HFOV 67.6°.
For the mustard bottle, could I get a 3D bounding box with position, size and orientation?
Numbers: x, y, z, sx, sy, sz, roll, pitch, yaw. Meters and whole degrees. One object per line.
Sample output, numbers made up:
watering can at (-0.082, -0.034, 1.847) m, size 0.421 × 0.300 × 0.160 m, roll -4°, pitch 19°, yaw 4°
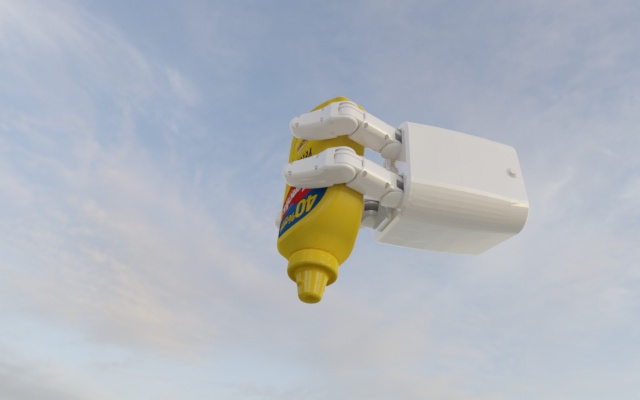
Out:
mustard bottle at (0.000, 0.001, 0.424) m, size 0.058 × 0.191 × 0.096 m, roll 27°, pitch -43°, yaw -25°
